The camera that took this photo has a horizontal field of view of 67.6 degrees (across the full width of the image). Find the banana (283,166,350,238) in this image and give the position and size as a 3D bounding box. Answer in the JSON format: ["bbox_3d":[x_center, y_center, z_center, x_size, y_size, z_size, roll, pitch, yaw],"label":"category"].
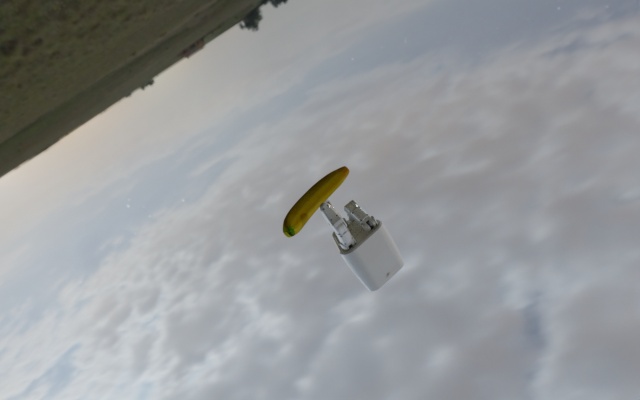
[{"bbox_3d":[-0.015,0.007,0.868,0.069,0.037,0.197,-10,32,45],"label":"banana"}]
